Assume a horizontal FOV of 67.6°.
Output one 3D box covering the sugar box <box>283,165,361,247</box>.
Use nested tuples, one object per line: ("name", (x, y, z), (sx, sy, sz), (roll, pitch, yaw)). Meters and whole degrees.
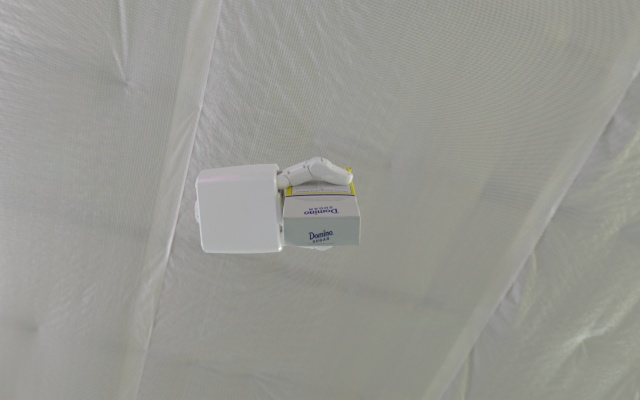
("sugar box", (0.000, 0.003, 0.636), (0.093, 0.048, 0.176), (-1, 26, 0))
